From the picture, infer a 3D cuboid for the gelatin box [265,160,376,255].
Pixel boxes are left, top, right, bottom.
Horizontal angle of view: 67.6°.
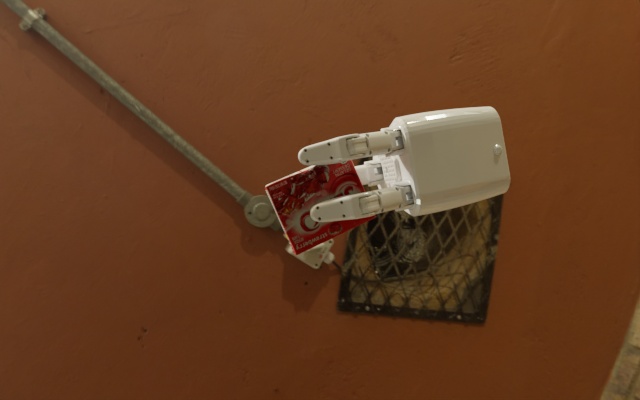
[{"bbox_3d":[0.000,0.002,0.471,0.089,0.073,0.030,-24,5,-7],"label":"gelatin box"}]
